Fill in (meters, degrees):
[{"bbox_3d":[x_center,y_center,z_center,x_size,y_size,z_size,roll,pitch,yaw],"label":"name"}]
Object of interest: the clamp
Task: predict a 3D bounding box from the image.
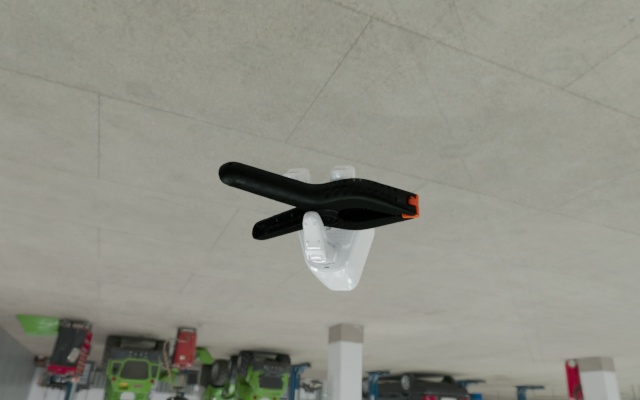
[{"bbox_3d":[0.001,0.003,0.521,0.210,0.036,0.165,-3,-26,12],"label":"clamp"}]
